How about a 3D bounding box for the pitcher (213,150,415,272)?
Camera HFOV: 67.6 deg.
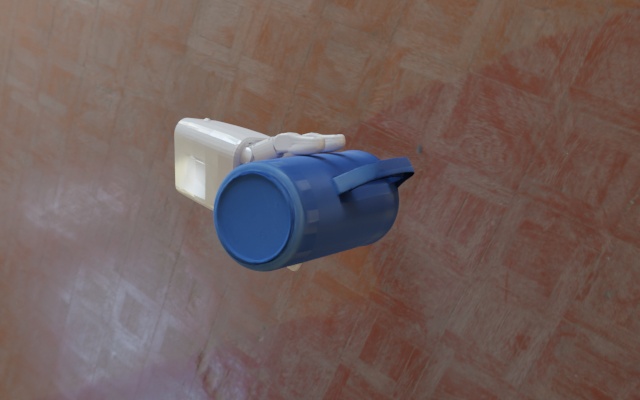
[{"bbox_3d":[0.000,0.002,0.555,0.145,0.149,0.243,23,15,24],"label":"pitcher"}]
